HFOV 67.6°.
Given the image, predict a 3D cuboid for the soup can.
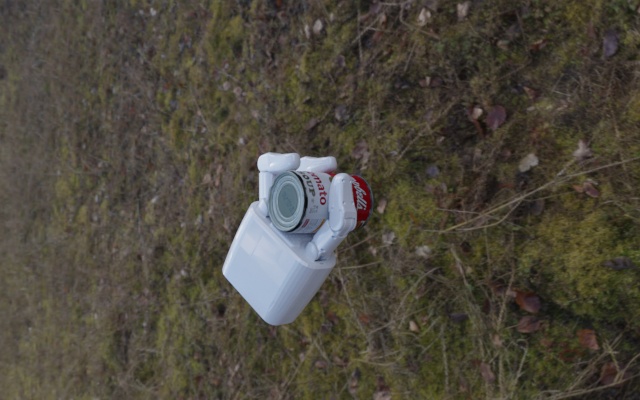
[{"bbox_3d":[0.000,0.001,0.535,0.102,0.068,0.068,2,-1,-41],"label":"soup can"}]
